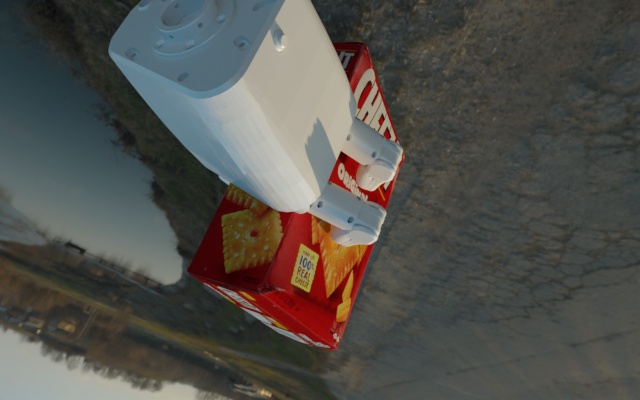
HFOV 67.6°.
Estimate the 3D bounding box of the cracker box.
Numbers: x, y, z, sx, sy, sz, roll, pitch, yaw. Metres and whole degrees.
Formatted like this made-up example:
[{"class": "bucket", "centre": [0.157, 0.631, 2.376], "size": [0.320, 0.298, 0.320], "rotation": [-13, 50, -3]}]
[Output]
[{"class": "cracker box", "centre": [0.000, 0.001, 0.407], "size": [0.072, 0.213, 0.164], "rotation": [11, -25, 27]}]
